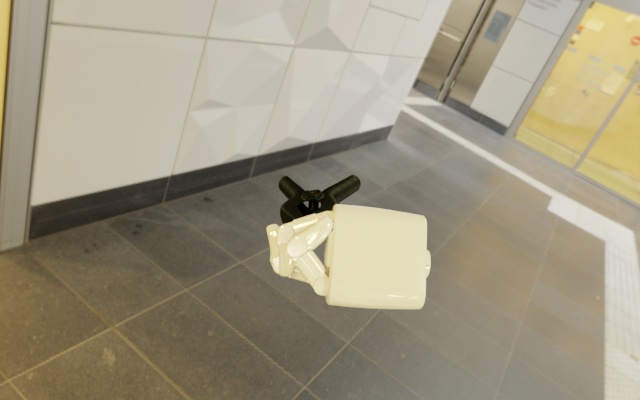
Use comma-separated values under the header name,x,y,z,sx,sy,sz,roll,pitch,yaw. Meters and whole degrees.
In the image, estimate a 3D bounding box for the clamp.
name,x,y,z,sx,sy,sz,roll,pitch,yaw
clamp,0.000,0.002,0.644,0.120,0.039,0.171,-10,26,2
